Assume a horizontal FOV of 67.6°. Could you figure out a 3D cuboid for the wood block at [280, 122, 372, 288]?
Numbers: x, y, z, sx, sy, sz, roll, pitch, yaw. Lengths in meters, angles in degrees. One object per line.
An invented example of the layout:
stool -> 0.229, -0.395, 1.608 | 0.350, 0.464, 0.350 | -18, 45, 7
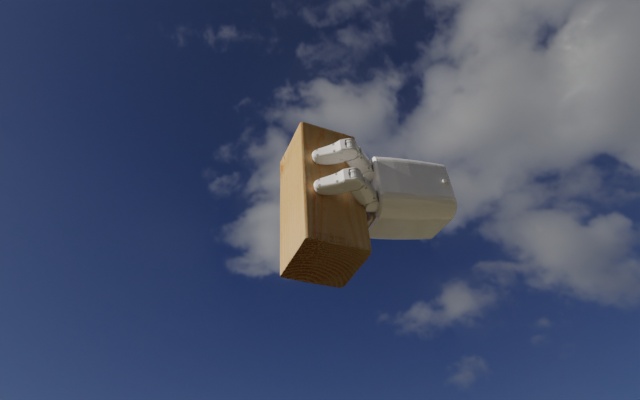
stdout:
wood block -> 0.000, 0.002, 0.651 | 0.090, 0.206, 0.091 | 13, -44, -19
